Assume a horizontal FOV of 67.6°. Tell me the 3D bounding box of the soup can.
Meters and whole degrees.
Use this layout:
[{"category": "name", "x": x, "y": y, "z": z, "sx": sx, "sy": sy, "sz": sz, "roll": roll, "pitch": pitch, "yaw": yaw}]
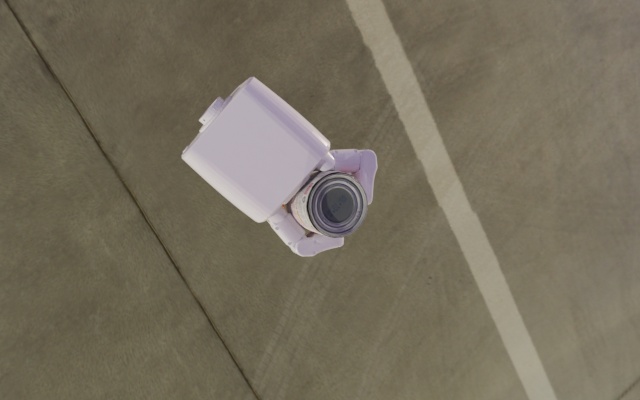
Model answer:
[{"category": "soup can", "x": 0.000, "y": 0.002, "z": 0.521, "sx": 0.068, "sy": 0.068, "sz": 0.102, "roll": 0, "pitch": 3, "yaw": -21}]
